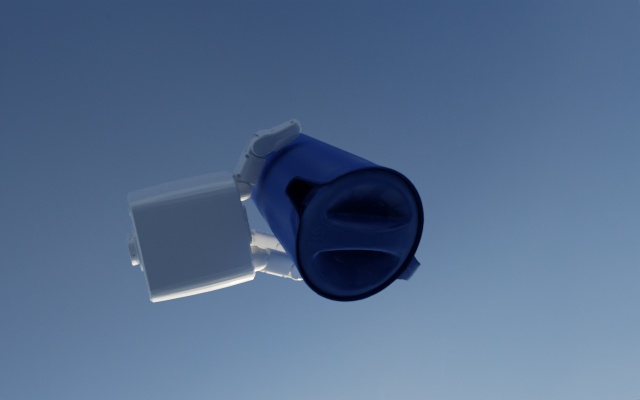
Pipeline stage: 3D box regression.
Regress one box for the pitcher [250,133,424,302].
[{"bbox_3d":[0.000,0.002,0.534,0.145,0.149,0.242,-15,25,-19],"label":"pitcher"}]
